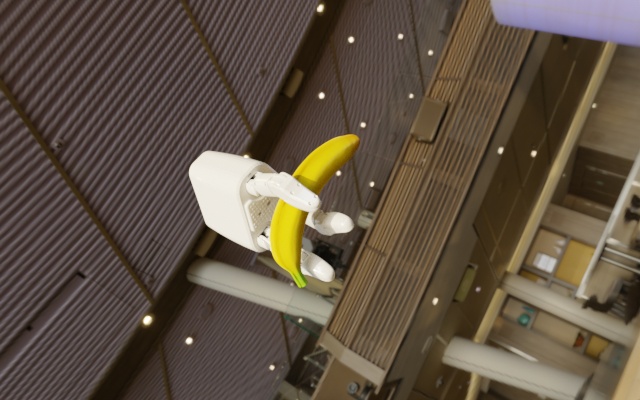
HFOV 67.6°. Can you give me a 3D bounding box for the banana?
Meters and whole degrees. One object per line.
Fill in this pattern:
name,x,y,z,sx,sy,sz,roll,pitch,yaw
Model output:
banana,-0.013,-0.003,0.559,0.037,0.197,0.070,10,-17,47
